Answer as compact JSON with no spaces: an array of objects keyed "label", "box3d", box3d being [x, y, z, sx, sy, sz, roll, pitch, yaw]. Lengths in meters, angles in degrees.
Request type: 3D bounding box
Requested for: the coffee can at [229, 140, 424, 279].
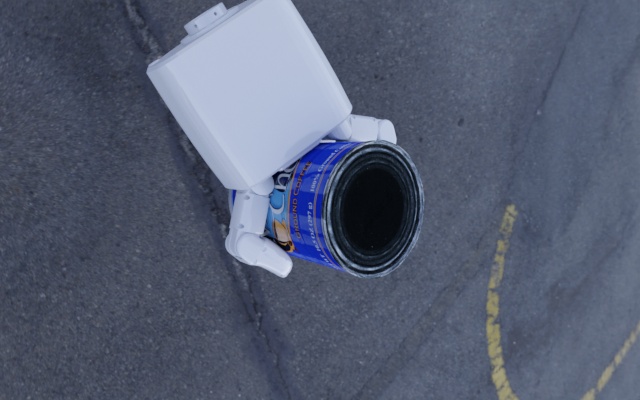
[{"label":"coffee can","box3d":[0.000,0.001,0.404,0.103,0.103,0.140,0,5,-38]}]
